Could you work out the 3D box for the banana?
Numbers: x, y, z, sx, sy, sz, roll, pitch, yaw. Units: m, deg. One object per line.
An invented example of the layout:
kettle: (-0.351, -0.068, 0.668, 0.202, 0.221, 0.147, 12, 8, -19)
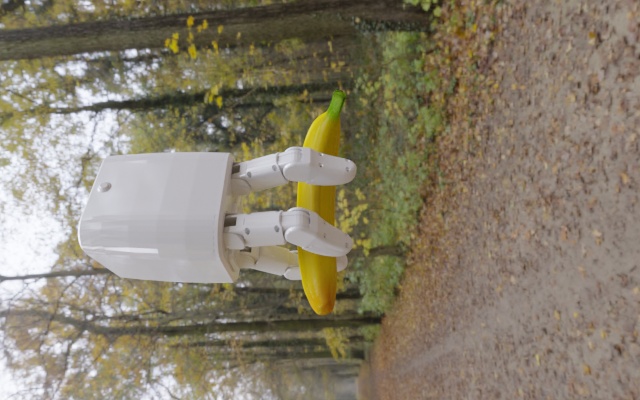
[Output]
banana: (-0.002, 0.003, 0.431, 0.037, 0.197, 0.070, 4, -16, -6)
